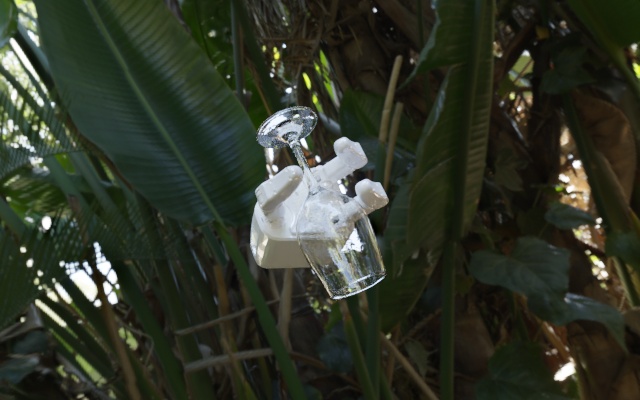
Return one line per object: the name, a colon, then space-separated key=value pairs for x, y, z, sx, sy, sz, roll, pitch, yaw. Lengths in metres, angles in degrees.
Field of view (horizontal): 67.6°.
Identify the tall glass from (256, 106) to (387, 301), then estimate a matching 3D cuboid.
tall glass: x=0.000 y=0.001 z=0.508 sx=0.079 sy=0.201 sz=0.079 roll=-21 pitch=-22 yaw=-9
